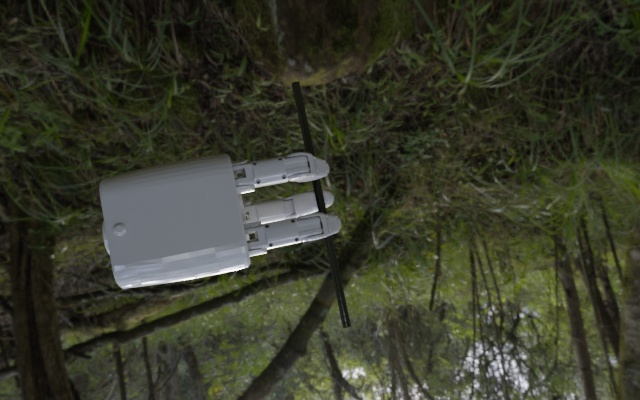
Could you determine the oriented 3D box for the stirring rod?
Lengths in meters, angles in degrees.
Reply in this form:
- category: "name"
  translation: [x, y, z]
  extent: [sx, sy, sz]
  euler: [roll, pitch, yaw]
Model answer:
- category: "stirring rod"
  translation: [0.000, 0.001, 0.459]
  extent: [0.011, 0.239, 0.011]
  euler: [-12, -5, -1]
